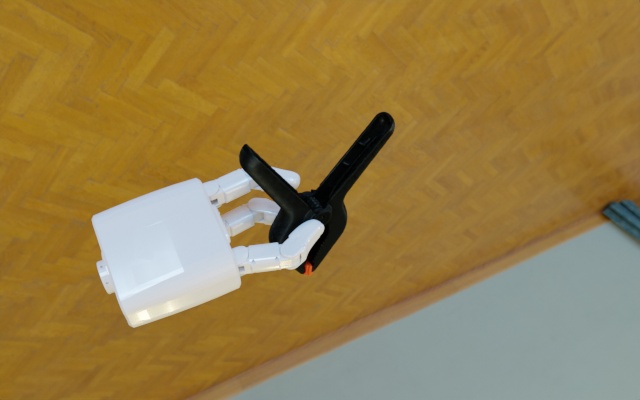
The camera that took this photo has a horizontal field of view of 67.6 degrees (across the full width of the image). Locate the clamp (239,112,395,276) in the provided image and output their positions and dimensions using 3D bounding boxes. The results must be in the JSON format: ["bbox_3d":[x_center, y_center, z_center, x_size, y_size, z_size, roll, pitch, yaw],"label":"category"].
[{"bbox_3d":[0.000,0.003,0.508,0.164,0.210,0.036,-21,51,-20],"label":"clamp"}]
